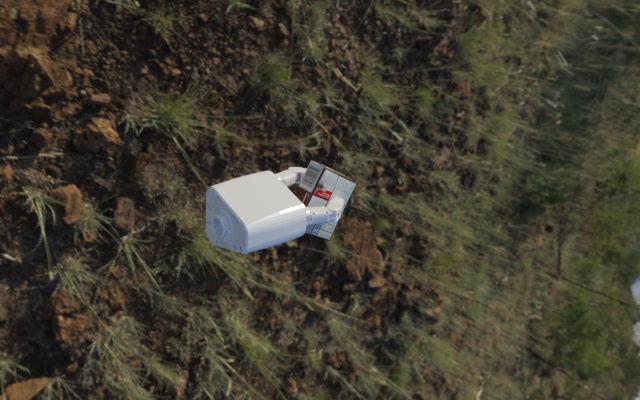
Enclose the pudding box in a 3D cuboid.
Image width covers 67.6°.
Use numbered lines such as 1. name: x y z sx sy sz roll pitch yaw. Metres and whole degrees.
1. pudding box: 0.000 0.003 0.773 0.039 0.113 0.090 30 6 41
